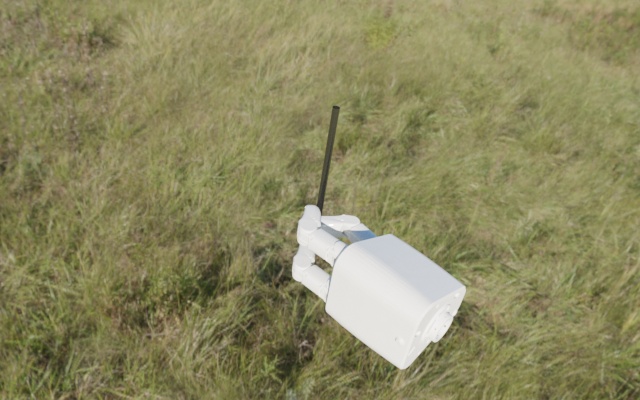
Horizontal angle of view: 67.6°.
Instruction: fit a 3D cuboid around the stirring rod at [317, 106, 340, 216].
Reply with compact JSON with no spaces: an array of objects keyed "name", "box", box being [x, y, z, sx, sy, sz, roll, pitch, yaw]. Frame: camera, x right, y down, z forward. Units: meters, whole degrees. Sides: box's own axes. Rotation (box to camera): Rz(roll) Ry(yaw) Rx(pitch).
[{"name":"stirring rod","box":[0.000,0.002,0.561,0.011,0.240,0.011,6,34,-4]}]
